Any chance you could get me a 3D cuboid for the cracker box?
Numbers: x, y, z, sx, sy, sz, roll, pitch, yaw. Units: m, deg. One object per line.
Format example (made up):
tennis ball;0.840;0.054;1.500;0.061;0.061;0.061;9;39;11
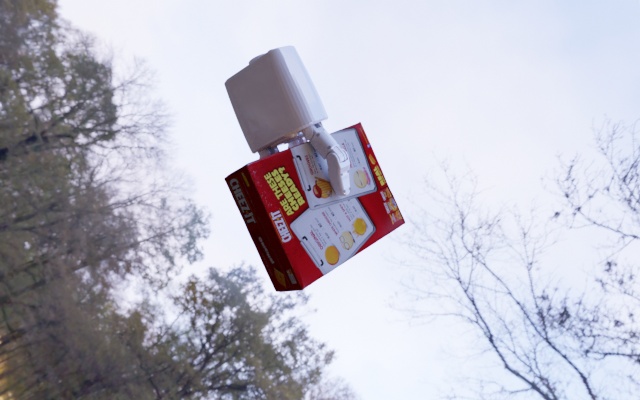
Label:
cracker box;0.000;0.002;0.645;0.213;0.164;0.072;-27;4;-40
